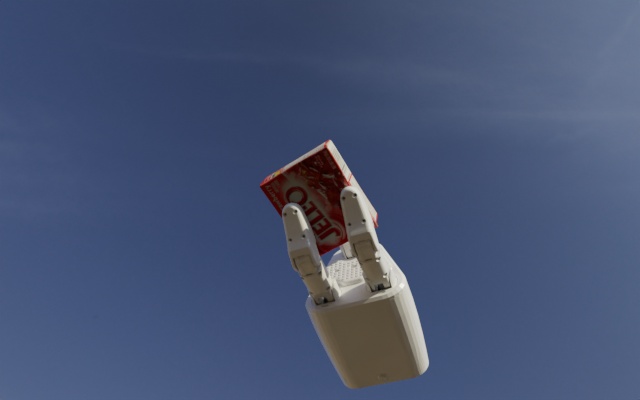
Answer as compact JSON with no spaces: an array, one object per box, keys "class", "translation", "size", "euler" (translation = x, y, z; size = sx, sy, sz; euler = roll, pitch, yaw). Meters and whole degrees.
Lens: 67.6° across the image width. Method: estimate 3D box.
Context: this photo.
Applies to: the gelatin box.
[{"class":"gelatin box","translation":[0.000,0.001,0.439],"size":[0.073,0.089,0.030],"euler":[-29,14,17]}]
